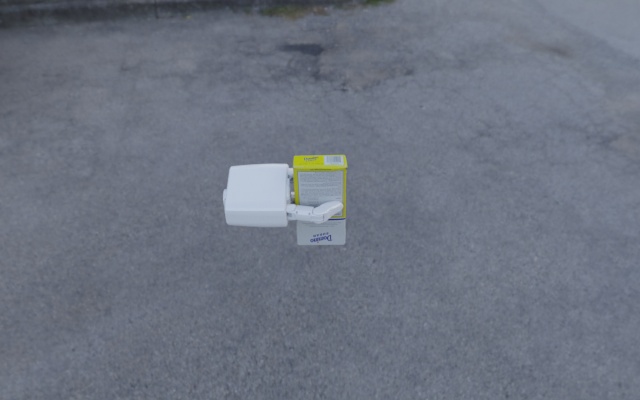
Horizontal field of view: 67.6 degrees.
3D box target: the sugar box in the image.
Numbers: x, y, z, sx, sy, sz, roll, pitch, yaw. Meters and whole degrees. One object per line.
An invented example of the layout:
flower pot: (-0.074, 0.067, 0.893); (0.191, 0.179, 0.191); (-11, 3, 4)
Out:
sugar box: (0.000, 0.002, 0.868); (0.093, 0.176, 0.048); (0, 39, 0)
